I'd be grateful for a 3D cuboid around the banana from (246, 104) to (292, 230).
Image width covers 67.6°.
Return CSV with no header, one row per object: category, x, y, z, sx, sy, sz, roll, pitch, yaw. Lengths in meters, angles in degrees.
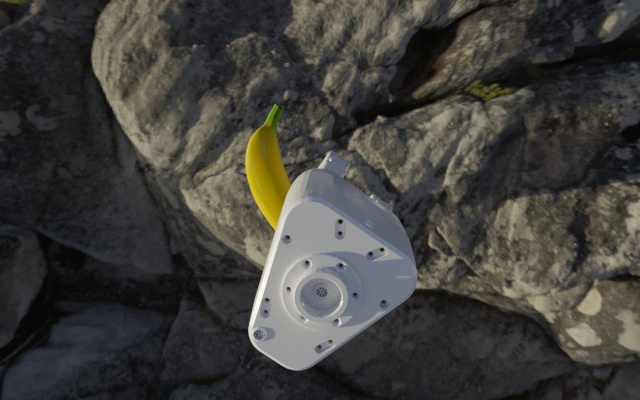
banana,-0.018,0.008,0.461,0.069,0.198,0.037,-31,7,4
